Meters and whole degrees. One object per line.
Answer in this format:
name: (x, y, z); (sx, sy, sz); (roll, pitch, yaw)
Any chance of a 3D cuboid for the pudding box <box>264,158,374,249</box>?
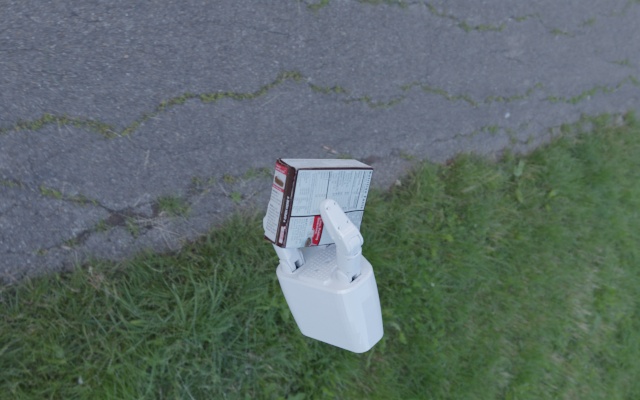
pudding box: (0.000, 0.002, 0.515); (0.113, 0.090, 0.039); (-4, 21, -42)
